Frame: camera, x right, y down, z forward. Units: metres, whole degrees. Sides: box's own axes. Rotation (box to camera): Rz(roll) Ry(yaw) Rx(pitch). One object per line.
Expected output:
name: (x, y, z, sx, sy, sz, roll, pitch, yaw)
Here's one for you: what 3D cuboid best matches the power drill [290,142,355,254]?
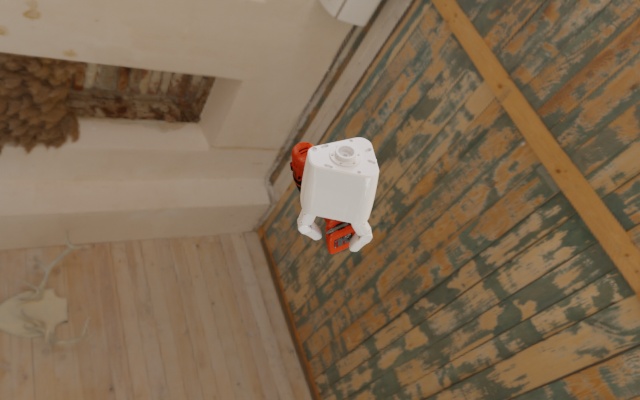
power drill: (0.000, 0.003, 0.894, 0.057, 0.187, 0.184, -26, -20, -7)
